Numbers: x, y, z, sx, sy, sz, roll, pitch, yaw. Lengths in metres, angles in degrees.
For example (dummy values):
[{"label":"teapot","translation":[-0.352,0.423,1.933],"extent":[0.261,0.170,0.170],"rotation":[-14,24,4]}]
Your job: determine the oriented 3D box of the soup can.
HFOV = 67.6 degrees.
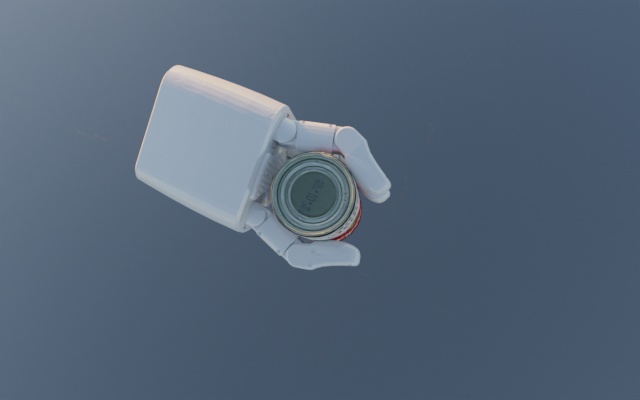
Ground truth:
[{"label":"soup can","translation":[0.000,0.002,0.406],"extent":[0.068,0.068,0.102],"rotation":[0,-8,7]}]
